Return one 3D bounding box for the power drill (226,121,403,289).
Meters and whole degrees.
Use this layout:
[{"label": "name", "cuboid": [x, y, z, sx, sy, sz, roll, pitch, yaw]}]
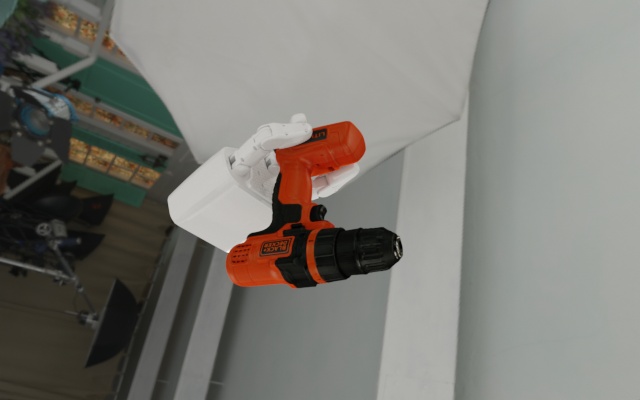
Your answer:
[{"label": "power drill", "cuboid": [0.000, 0.001, 0.501, 0.184, 0.187, 0.057, -9, -43, 24]}]
